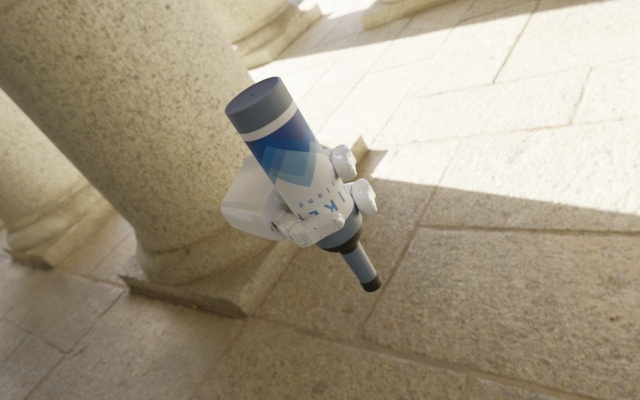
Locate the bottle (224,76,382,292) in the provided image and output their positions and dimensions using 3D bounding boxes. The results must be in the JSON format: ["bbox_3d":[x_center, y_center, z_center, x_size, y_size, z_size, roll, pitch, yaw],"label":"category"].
[{"bbox_3d":[0.000,0.002,0.550,0.069,0.296,0.069,-23,31,15],"label":"bottle"}]
